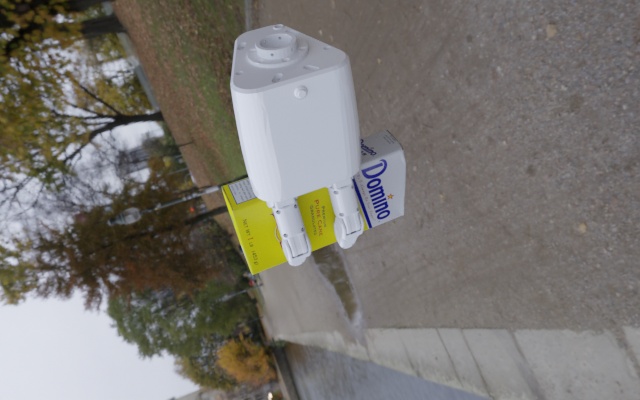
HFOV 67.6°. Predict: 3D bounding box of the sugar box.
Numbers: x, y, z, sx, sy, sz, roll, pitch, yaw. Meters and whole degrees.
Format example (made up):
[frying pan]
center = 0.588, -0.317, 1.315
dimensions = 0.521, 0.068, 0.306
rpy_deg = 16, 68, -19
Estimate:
[sugar box]
center = 0.000, 0.002, 0.478
dimensions = 0.176, 0.093, 0.048
rpy_deg = -19, 44, -11
